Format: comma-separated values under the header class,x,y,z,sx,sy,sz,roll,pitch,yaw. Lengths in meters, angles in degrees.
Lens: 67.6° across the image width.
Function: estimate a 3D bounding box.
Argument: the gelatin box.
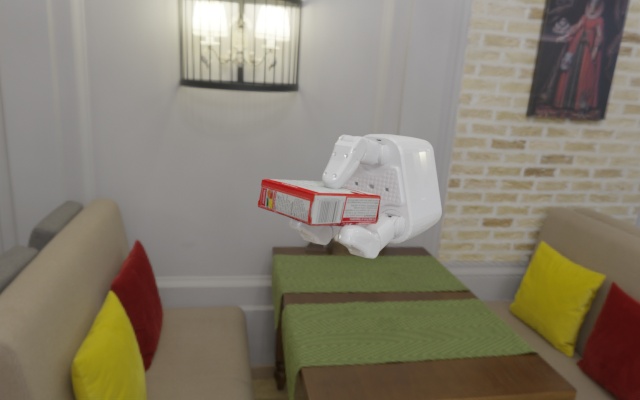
class,x,y,z,sx,sy,sz,roll,pitch,yaw
gelatin box,0.000,0.001,0.439,0.089,0.030,0.073,1,11,-45
